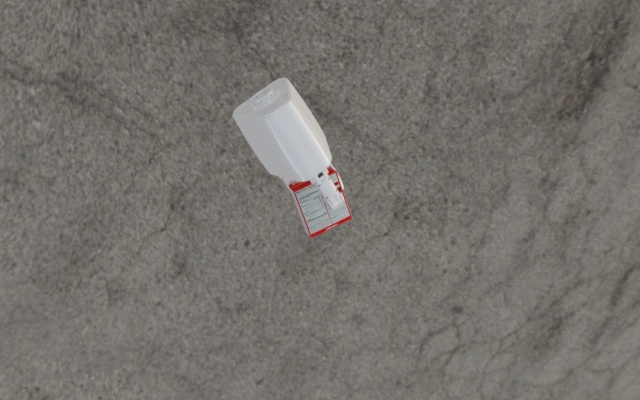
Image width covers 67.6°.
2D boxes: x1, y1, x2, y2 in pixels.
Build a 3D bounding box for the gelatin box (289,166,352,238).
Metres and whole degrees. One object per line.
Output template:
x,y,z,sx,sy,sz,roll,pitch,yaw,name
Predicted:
0.000,0.003,0.731,0.073,0.089,0.030,-26,26,-12,gelatin box
